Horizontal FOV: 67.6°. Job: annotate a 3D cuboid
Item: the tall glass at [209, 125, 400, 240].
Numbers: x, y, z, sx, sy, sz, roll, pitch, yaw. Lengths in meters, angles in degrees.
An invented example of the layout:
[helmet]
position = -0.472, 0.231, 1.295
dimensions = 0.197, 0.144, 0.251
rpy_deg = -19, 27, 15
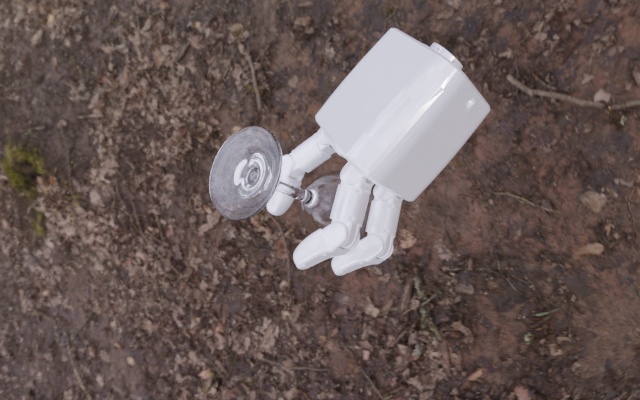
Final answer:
[tall glass]
position = 0.000, 0.001, 0.435
dimensions = 0.079, 0.079, 0.201
rpy_deg = 0, -14, 36
